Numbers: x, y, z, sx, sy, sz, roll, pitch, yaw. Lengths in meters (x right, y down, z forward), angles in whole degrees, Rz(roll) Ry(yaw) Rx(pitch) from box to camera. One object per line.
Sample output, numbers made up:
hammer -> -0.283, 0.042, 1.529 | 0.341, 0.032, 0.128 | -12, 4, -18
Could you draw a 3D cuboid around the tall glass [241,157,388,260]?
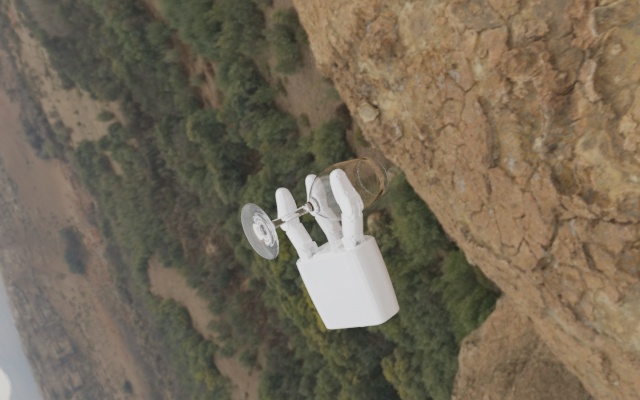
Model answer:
tall glass -> 0.000, 0.002, 0.629 | 0.201, 0.079, 0.079 | -26, 15, -34
